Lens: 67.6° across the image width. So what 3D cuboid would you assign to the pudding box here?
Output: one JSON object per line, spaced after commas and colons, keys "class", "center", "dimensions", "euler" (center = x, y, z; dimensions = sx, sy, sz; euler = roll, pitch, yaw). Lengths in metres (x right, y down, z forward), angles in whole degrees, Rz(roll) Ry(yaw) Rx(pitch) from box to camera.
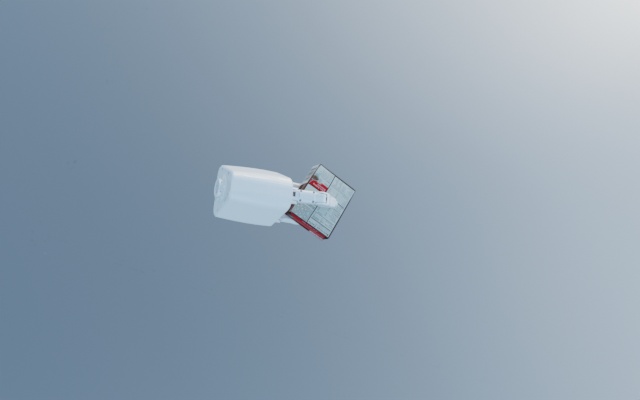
{"class": "pudding box", "center": [0.000, 0.003, 0.874], "dimensions": [0.090, 0.113, 0.039], "euler": [37, -19, -15]}
